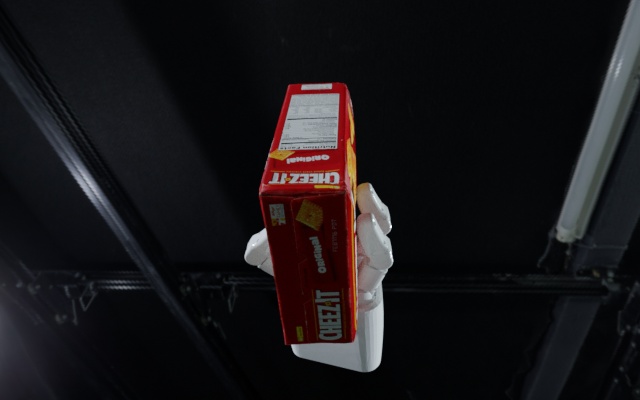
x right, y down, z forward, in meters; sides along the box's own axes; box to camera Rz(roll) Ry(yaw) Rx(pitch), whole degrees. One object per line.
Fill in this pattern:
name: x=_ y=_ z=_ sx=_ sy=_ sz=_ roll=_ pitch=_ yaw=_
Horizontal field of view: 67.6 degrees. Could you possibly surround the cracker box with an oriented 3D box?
cracker box: x=0.000 y=0.001 z=0.461 sx=0.072 sy=0.164 sz=0.213 roll=-3 pitch=34 yaw=4
